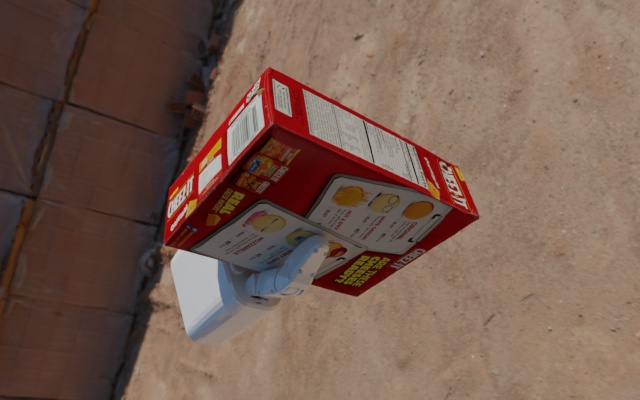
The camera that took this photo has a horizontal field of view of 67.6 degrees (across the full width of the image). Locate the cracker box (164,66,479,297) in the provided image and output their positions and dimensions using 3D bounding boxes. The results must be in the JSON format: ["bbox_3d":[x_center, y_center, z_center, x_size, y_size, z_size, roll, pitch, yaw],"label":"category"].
[{"bbox_3d":[0.000,0.001,0.414,0.214,0.072,0.164,20,-45,-33],"label":"cracker box"}]
